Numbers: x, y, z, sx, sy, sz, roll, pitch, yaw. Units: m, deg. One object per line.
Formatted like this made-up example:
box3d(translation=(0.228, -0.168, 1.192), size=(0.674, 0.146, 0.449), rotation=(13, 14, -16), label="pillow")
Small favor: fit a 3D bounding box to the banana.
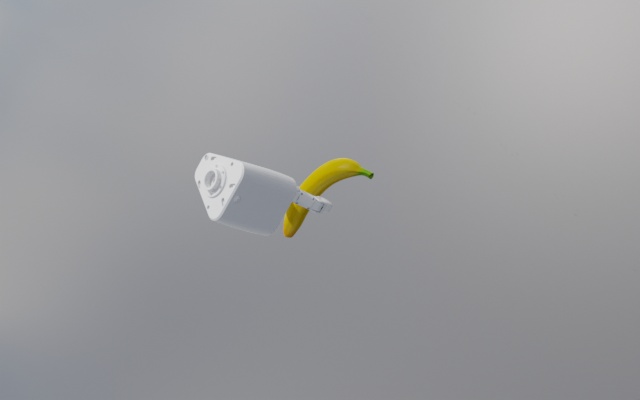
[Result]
box3d(translation=(-0.004, -0.014, 0.812), size=(0.198, 0.069, 0.037), rotation=(-38, -32, 25), label="banana")
